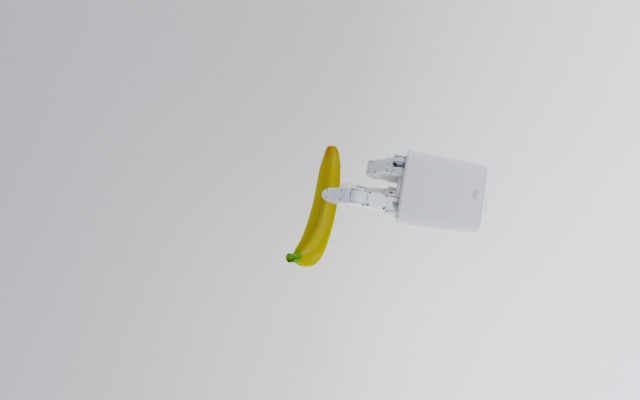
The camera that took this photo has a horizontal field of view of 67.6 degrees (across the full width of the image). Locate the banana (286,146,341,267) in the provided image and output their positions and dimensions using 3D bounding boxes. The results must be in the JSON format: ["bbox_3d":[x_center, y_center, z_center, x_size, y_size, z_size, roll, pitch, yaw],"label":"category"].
[{"bbox_3d":[0.000,0.016,0.654,0.037,0.197,0.070,10,-35,11],"label":"banana"}]
